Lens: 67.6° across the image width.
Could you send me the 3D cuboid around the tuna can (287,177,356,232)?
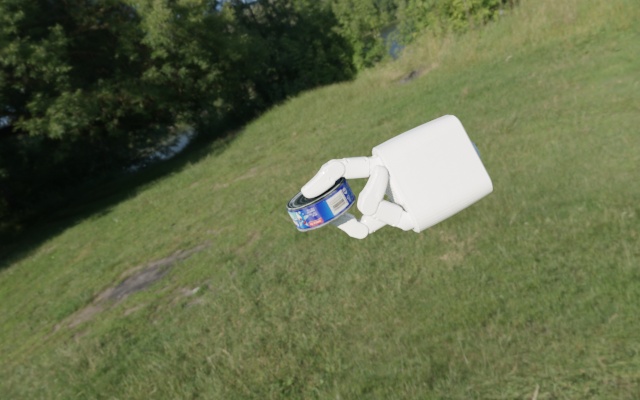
[{"bbox_3d":[0.000,0.002,0.612,0.086,0.034,0.086,-26,16,9],"label":"tuna can"}]
